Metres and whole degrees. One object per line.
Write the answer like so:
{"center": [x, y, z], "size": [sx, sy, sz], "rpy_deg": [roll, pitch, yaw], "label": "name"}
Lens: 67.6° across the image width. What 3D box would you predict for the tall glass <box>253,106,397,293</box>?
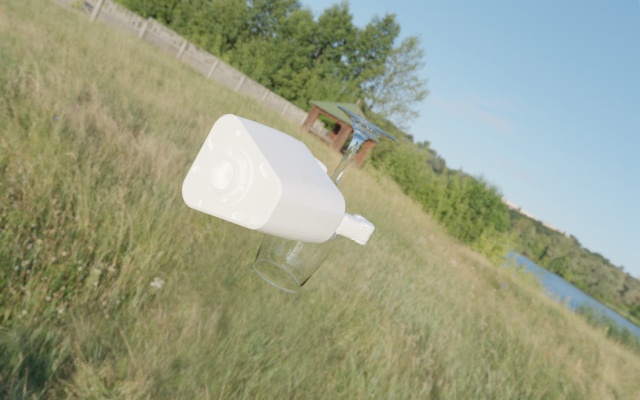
{"center": [0.001, 0.001, 0.527], "size": [0.079, 0.201, 0.079], "rpy_deg": [30, 9, -5], "label": "tall glass"}
